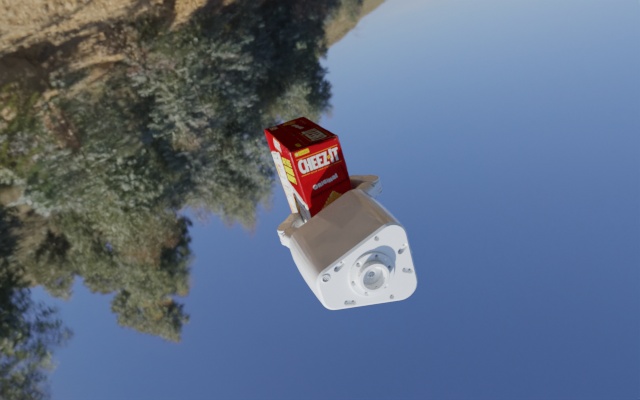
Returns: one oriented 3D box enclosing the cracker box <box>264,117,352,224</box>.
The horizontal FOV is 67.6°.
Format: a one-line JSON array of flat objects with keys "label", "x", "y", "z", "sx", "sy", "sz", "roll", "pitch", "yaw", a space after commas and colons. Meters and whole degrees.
[{"label": "cracker box", "x": 0.000, "y": 0.002, "z": 0.667, "sx": 0.072, "sy": 0.214, "sz": 0.164, "roll": -21, "pitch": 23, "yaw": -11}]
